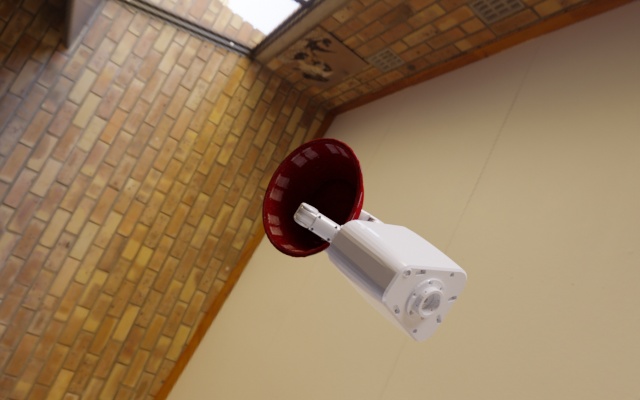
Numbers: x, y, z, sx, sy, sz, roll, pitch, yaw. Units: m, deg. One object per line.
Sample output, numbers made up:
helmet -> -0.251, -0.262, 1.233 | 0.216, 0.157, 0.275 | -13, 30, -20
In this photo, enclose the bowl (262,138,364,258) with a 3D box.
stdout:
bowl -> 0.000, 0.001, 0.629 | 0.162, 0.162, 0.055 | 0, -19, 39
